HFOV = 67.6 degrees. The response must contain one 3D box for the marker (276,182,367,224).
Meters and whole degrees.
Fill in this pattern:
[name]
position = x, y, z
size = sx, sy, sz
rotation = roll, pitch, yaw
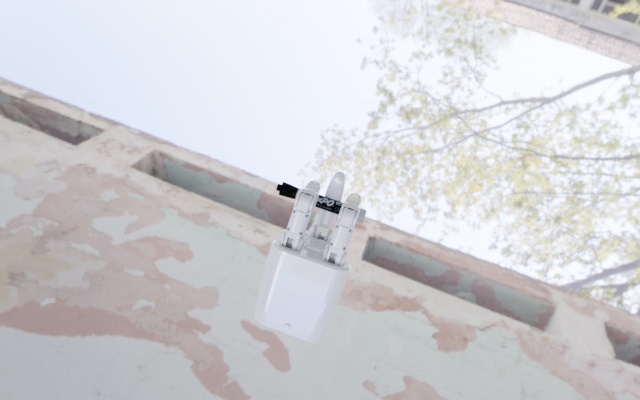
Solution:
[marker]
position = 0.000, 0.002, 0.619
size = 0.121, 0.020, 0.020
rotation = 19, 2, 5
